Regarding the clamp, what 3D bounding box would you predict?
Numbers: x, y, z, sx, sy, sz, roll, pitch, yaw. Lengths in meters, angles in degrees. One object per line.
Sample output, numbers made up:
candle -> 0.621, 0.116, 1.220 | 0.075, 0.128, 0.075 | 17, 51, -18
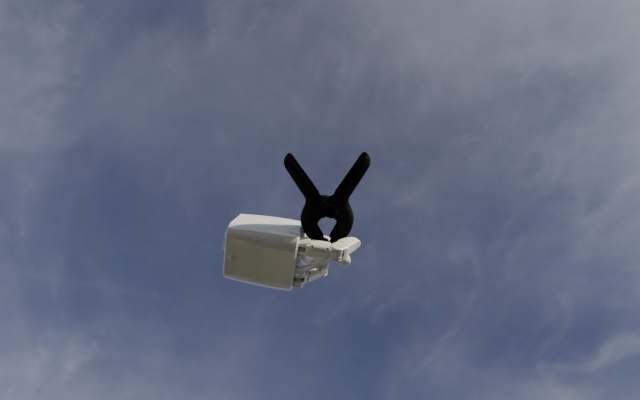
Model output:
clamp -> 0.000, 0.002, 0.700 | 0.120, 0.171, 0.039 | 10, 25, 0
